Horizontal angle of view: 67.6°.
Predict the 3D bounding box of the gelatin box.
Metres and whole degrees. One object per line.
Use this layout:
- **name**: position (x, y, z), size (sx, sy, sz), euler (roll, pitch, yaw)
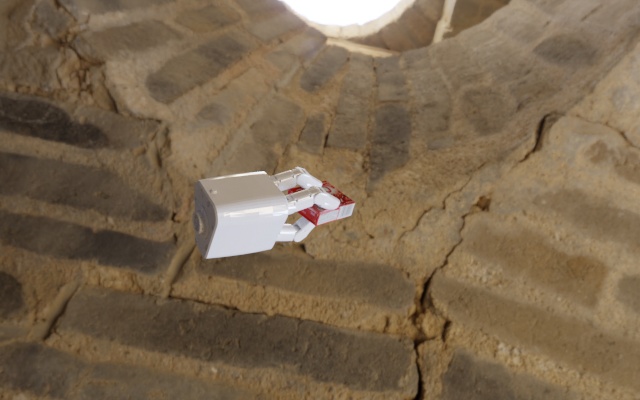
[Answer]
- **gelatin box**: position (0.000, 0.003, 0.769), size (0.089, 0.030, 0.073), euler (-14, 41, -45)
